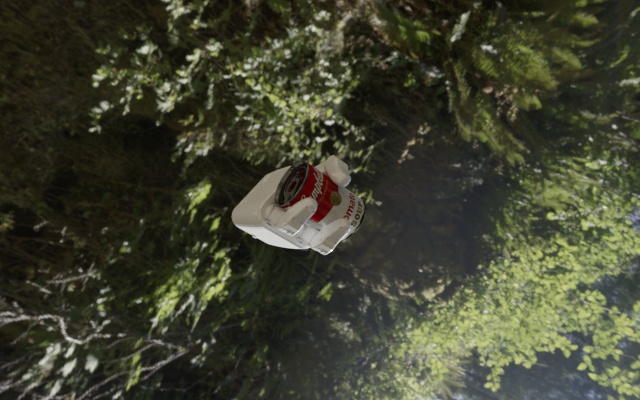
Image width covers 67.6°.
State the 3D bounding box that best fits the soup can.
[{"bbox_3d":[0.001,0.002,0.622,0.102,0.068,0.068,33,-16,-27],"label":"soup can"}]
